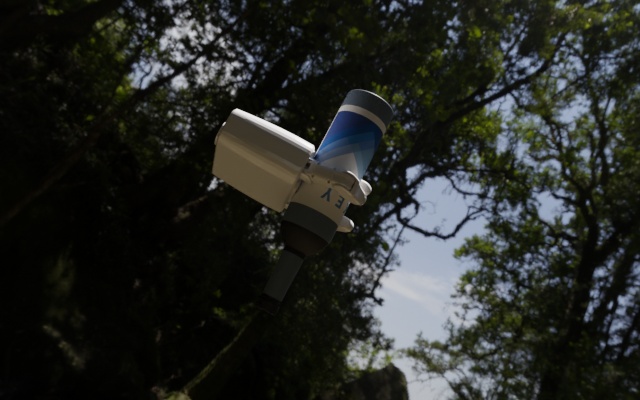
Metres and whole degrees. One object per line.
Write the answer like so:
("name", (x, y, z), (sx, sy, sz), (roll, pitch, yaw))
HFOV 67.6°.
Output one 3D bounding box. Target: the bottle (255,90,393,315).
("bottle", (0.000, 0.002, 0.594), (0.069, 0.295, 0.069), (26, -13, 6))
